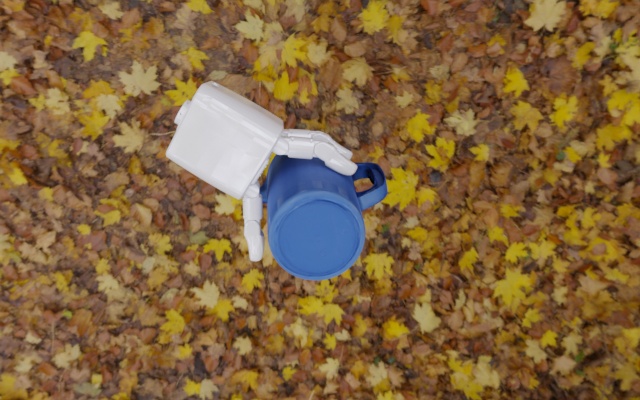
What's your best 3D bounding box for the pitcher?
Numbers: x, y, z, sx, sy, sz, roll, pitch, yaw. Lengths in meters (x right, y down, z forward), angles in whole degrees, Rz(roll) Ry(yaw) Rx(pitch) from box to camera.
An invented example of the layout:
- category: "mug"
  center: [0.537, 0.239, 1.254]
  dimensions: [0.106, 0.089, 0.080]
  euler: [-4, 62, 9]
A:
- category: "pitcher"
  center: [0.000, 0.002, 0.627]
  dimensions: [0.145, 0.149, 0.242]
  euler: [31, 13, -13]
